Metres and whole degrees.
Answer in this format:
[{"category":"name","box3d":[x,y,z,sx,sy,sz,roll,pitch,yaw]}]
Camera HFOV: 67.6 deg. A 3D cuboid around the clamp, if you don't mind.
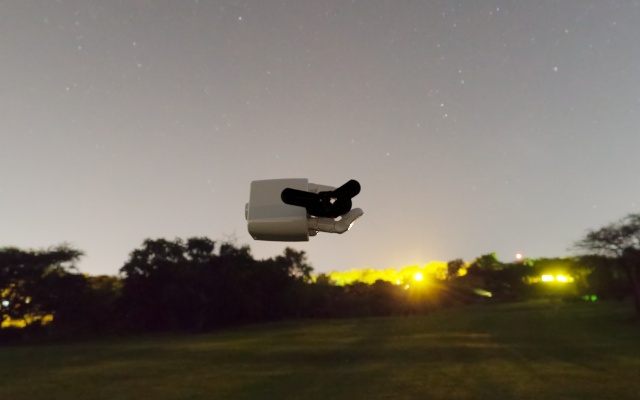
[{"category":"clamp","box3d":[0.000,0.002,0.778,0.120,0.039,0.171,0,-16,0]}]
